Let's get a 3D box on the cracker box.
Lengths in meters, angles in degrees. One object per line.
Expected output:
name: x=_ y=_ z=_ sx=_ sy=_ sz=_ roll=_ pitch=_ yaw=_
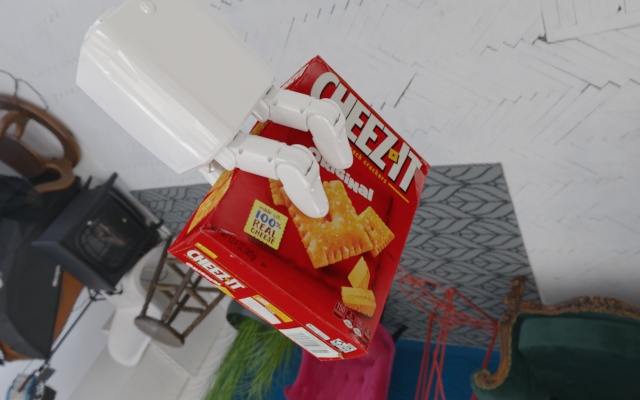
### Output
cracker box: x=0.000 y=0.002 z=0.415 sx=0.164 sy=0.213 sz=0.072 roll=41 pitch=-38 yaw=-19
